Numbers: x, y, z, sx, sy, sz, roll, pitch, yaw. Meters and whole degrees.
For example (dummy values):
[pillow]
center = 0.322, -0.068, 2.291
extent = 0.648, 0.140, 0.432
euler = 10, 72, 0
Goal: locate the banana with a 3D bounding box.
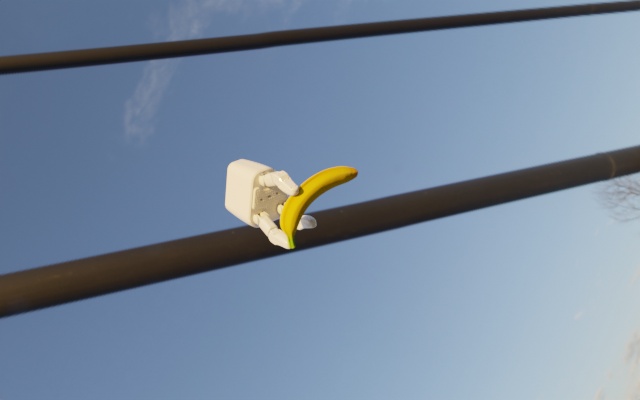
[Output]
[banana]
center = -0.011, -0.008, 0.862
extent = 0.037, 0.197, 0.070
euler = 18, -30, 52
